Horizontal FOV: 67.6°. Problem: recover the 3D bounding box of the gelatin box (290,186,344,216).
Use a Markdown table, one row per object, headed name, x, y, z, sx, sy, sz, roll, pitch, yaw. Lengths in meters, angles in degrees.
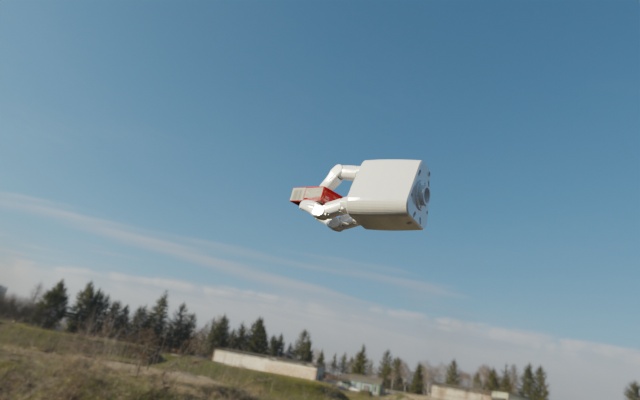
| name | x | y | z | sx | sy | sz | roll | pitch | yaw |
| --- | --- | --- | --- | --- | --- | --- | --- | --- | --- |
| gelatin box | 0.000 | 0.002 | 0.863 | 0.089 | 0.030 | 0.073 | -1 | -24 | 47 |
